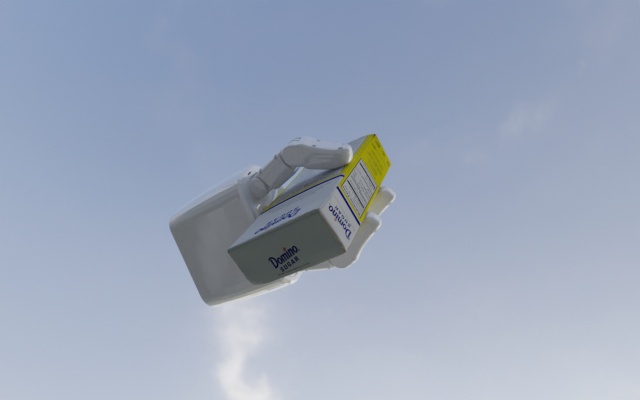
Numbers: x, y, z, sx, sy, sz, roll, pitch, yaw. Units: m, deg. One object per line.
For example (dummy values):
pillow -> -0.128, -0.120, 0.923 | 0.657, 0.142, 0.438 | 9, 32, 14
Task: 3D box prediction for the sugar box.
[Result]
sugar box -> 0.000, 0.002, 0.425 | 0.093, 0.048, 0.176 | -25, 17, 29
